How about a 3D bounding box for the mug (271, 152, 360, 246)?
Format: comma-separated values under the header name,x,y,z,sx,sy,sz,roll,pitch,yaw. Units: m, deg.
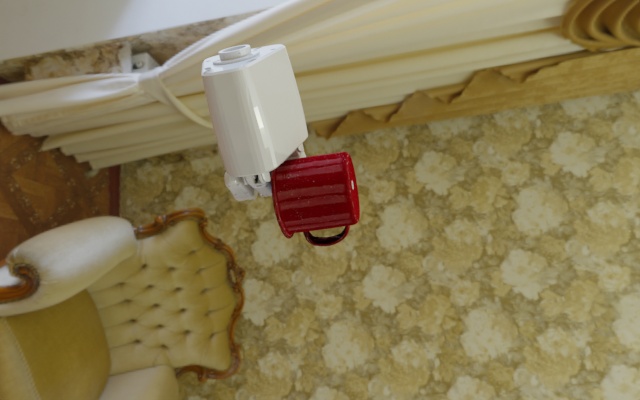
name,x,y,z,sx,sy,sz,roll,pitch,yaw
mug,0.001,0.003,0.535,0.081,0.117,0.093,-8,27,10
